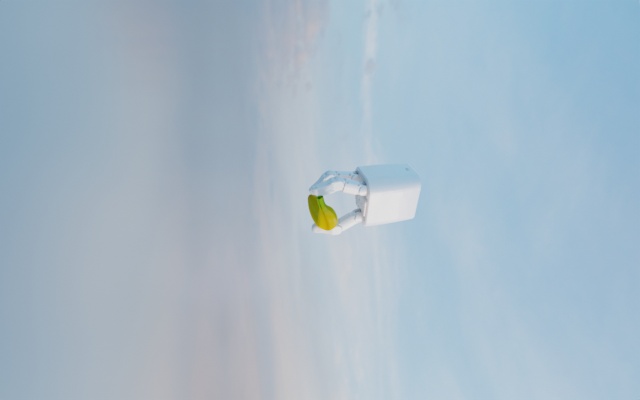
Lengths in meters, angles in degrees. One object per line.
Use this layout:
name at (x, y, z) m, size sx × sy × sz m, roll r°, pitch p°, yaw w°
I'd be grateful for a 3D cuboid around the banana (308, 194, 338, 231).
banana at (0.004, 0.021, 0.894) m, size 0.037 × 0.069 × 0.198 m, roll -12°, pitch 2°, yaw -7°
